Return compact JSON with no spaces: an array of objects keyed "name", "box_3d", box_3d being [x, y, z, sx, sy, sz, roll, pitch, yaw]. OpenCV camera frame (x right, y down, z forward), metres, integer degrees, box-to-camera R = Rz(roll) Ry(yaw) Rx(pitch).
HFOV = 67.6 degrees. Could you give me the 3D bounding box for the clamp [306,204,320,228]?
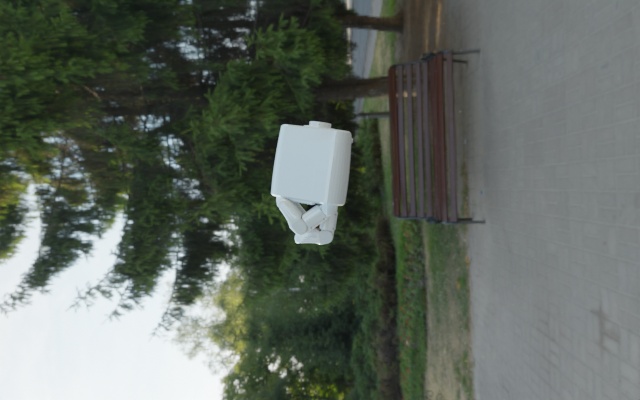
[{"name":"clamp","box_3d":[-0.001,0.003,0.814,0.039,0.120,0.171,17,6,0]}]
